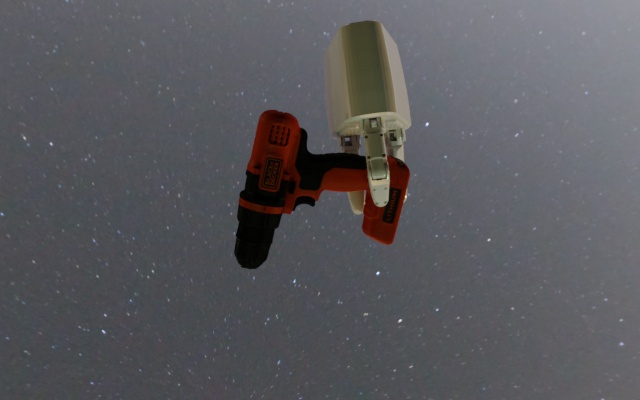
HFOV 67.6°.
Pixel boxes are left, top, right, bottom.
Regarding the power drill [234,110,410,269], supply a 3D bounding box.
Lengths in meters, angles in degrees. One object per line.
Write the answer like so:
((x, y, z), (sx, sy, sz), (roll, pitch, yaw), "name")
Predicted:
((0.001, 0.002, 0.558), (0.187, 0.184, 0.057), (10, 12, -17), "power drill")
